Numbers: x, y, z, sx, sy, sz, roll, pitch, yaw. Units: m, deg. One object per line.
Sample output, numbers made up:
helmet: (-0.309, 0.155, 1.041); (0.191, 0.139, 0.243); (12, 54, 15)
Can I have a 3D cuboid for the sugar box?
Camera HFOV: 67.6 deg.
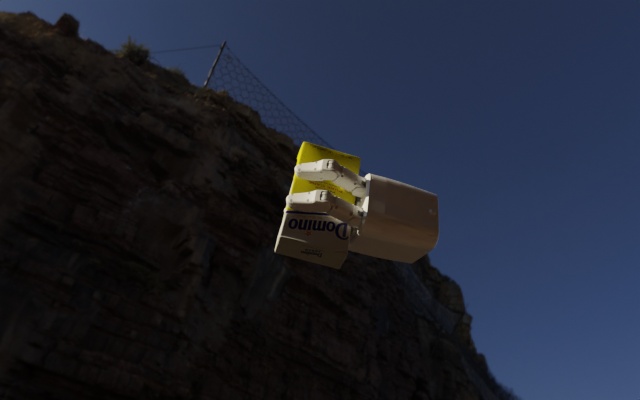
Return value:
sugar box: (0.000, 0.002, 0.669); (0.093, 0.176, 0.048); (15, -41, -6)
